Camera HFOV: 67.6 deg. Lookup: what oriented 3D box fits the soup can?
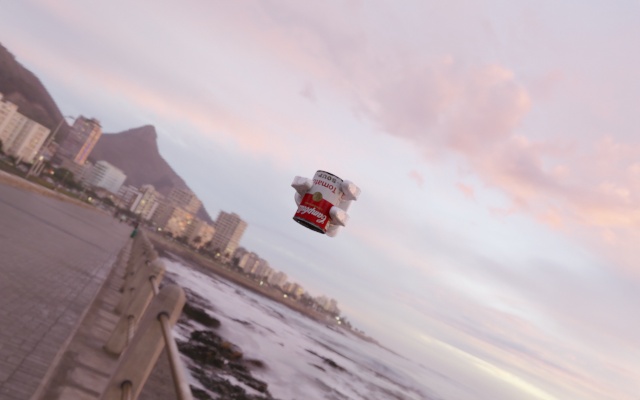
[{"bbox_3d":[0.000,0.002,0.890,0.068,0.102,0.068,25,-12,6],"label":"soup can"}]
